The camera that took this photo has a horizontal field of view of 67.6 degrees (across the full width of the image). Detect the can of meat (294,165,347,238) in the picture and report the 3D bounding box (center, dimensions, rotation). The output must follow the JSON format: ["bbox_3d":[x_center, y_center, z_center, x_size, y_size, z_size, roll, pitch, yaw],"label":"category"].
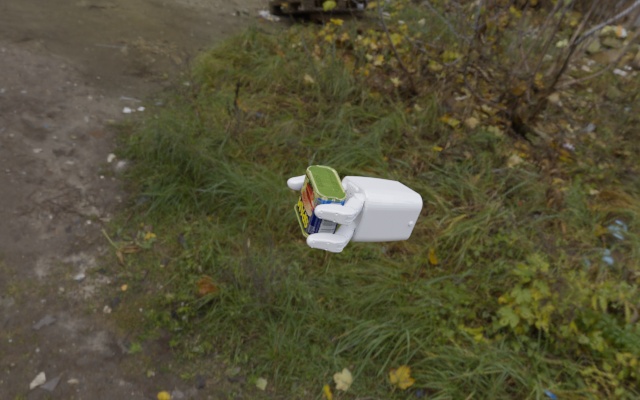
[{"bbox_3d":[0.000,0.002,0.779,0.057,0.084,0.102,4,34,-19],"label":"can of meat"}]
